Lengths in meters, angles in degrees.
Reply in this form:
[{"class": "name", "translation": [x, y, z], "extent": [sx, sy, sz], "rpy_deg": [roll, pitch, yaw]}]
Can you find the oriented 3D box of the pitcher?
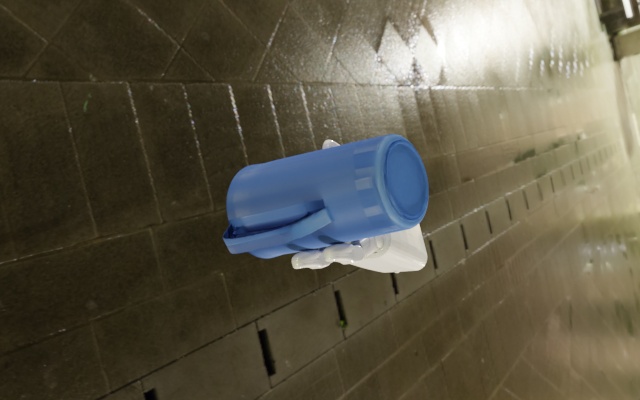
[{"class": "pitcher", "translation": [0.000, 0.002, 0.593], "extent": [0.243, 0.149, 0.145], "rpy_deg": [-12, -28, 40]}]
